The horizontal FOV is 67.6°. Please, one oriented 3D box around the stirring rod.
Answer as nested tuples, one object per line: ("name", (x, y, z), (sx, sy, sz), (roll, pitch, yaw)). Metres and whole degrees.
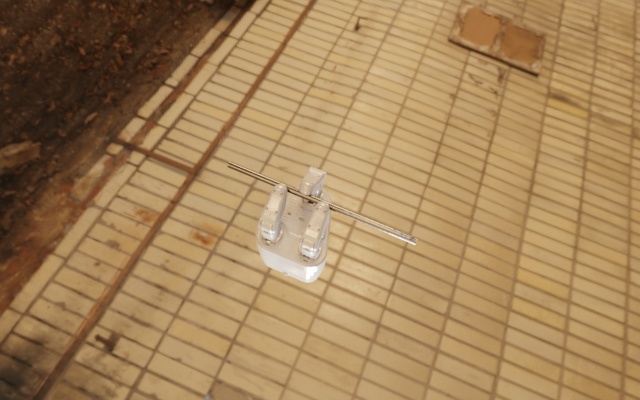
("stirring rod", (0.000, 0.002, 0.564), (0.239, 0.011, 0.011), (22, 2, 6))
